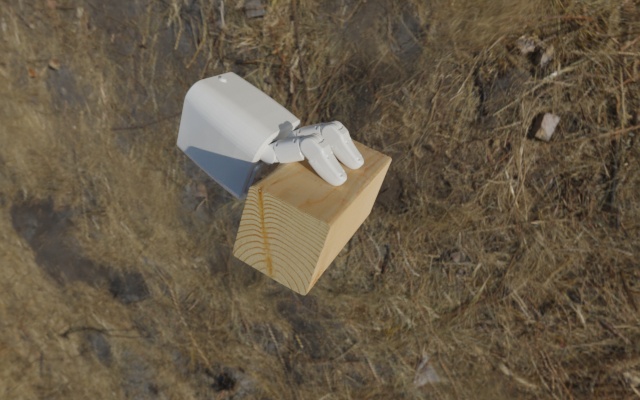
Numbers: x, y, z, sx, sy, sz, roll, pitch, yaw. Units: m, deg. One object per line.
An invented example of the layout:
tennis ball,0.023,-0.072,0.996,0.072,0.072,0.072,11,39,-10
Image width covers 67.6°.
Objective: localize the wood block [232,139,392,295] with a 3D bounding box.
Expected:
wood block,0.000,0.002,0.545,0.090,0.091,0.206,27,31,12
